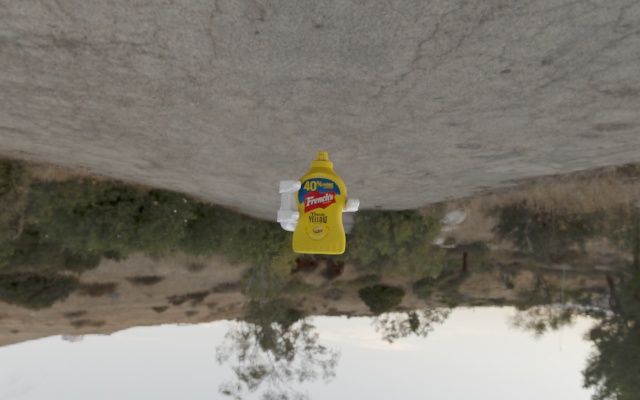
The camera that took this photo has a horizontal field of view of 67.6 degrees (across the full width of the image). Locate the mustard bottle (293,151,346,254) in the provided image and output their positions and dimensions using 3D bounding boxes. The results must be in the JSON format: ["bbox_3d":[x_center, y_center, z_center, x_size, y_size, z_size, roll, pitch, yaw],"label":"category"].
[{"bbox_3d":[0.000,0.003,0.892,0.096,0.191,0.058,1,-6,9],"label":"mustard bottle"}]
